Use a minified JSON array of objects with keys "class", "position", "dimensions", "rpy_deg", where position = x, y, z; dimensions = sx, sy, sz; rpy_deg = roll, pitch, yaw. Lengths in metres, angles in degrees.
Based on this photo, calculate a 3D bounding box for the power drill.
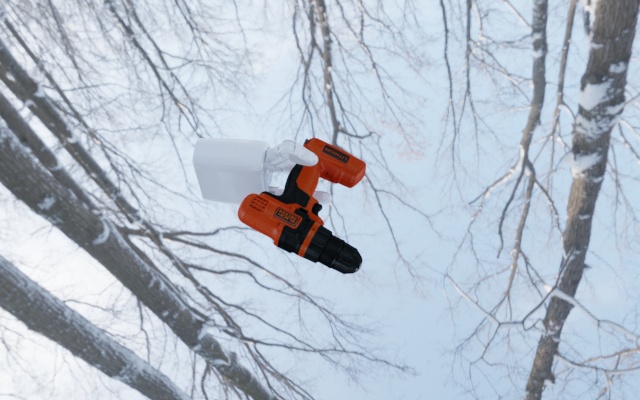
[{"class":"power drill","position":[0.000,0.002,0.692],"dimensions":[0.184,0.187,0.057],"rpy_deg":[28,-41,4]}]
